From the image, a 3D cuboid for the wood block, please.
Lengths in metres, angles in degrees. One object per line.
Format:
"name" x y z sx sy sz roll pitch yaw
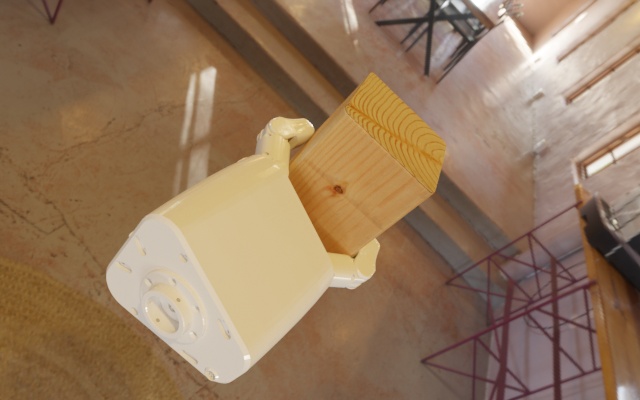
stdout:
"wood block" 0.000 0.002 0.425 0.206 0.091 0.090 -42 10 36
